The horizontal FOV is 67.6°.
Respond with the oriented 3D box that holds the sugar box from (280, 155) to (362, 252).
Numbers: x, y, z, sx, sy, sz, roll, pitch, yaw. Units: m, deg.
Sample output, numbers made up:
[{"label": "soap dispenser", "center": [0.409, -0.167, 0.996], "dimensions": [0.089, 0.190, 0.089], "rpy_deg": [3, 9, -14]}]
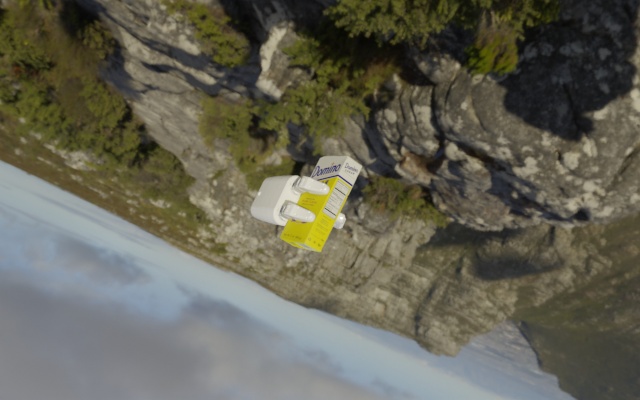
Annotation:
[{"label": "sugar box", "center": [0.000, 0.003, 0.864], "dimensions": [0.048, 0.176, 0.093], "rpy_deg": [31, -14, -31]}]
